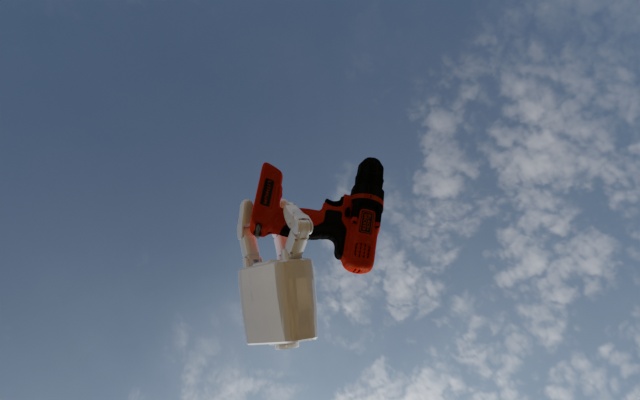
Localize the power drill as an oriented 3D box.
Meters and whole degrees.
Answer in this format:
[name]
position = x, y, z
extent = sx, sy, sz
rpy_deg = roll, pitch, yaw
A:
[power drill]
position = 0.000, 0.002, 0.695
extent = 0.187, 0.184, 0.057
rpy_deg = 12, -27, -4
